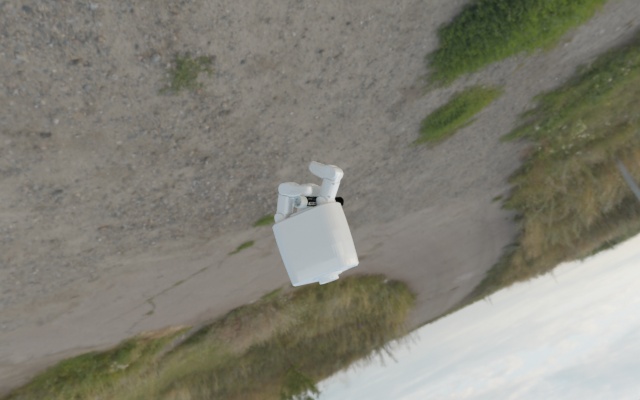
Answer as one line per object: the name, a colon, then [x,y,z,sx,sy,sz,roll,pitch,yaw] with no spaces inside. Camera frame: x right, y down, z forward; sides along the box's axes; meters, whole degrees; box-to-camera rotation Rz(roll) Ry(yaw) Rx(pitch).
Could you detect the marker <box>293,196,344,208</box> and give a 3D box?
marker: [0.000,0.003,0.790,0.020,0.020,0.121,0,0,37]
